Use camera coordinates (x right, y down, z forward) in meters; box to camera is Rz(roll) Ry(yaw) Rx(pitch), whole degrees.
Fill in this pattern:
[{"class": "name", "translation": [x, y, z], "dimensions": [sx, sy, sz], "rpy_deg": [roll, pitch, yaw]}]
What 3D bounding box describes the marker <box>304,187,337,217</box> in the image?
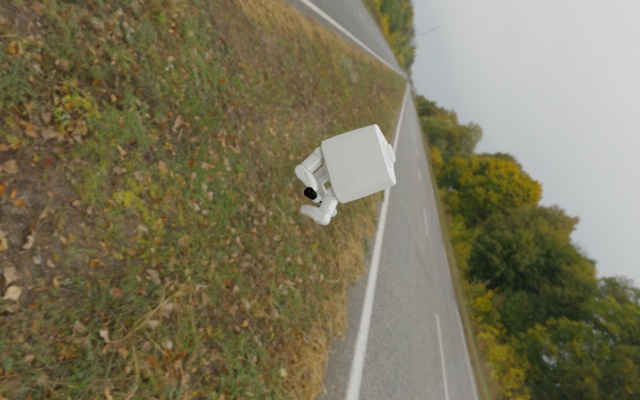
[{"class": "marker", "translation": [0.000, 0.003, 0.868], "dimensions": [0.020, 0.020, 0.121], "rpy_deg": [0, -20, 24]}]
